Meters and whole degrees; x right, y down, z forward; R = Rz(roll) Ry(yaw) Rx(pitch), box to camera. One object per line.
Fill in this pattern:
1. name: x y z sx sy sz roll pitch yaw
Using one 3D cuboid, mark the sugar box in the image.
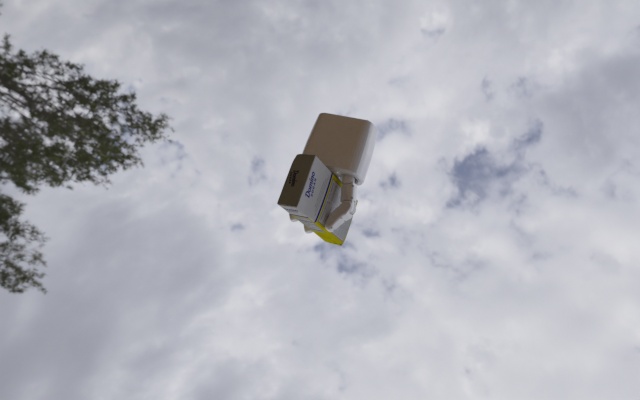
1. sugar box: 0.000 0.002 0.808 0.048 0.093 0.176 8 -21 34
